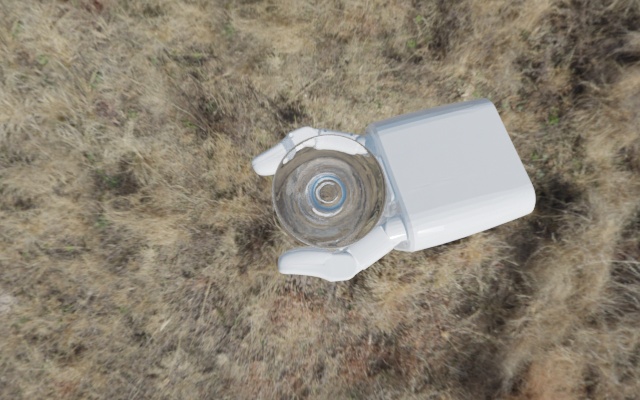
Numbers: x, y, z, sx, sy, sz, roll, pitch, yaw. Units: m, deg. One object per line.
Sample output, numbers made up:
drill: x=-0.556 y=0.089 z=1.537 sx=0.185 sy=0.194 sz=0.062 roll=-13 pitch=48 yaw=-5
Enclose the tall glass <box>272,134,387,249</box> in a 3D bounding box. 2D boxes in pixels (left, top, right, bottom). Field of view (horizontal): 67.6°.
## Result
tall glass: x=0.000 y=0.001 z=0.403 sx=0.079 sy=0.079 sz=0.201 roll=0 pitch=-4 yaw=-4
